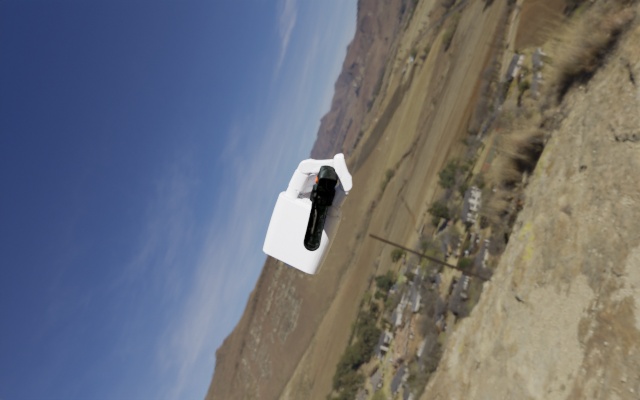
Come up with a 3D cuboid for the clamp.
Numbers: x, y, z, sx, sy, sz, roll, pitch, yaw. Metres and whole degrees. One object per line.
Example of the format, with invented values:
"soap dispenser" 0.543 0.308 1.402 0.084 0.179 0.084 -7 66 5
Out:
"clamp" 0.000 0.002 0.722 0.039 0.120 0.171 20 11 -1
